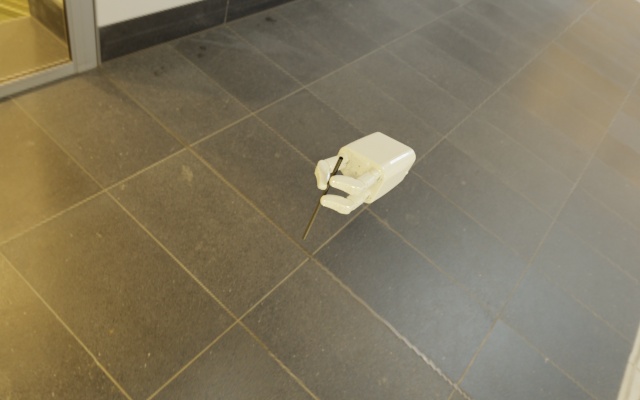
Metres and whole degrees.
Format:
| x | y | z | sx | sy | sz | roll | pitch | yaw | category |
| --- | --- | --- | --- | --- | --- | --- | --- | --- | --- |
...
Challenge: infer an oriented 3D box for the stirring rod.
| x | y | z | sx | sy | sz | roll | pitch | yaw | category |
| --- | --- | --- | --- | --- | --- | --- | --- | --- | --- |
| 0.000 | 0.003 | 0.886 | 0.011 | 0.011 | 0.240 | 0 | -38 | -21 | stirring rod |
